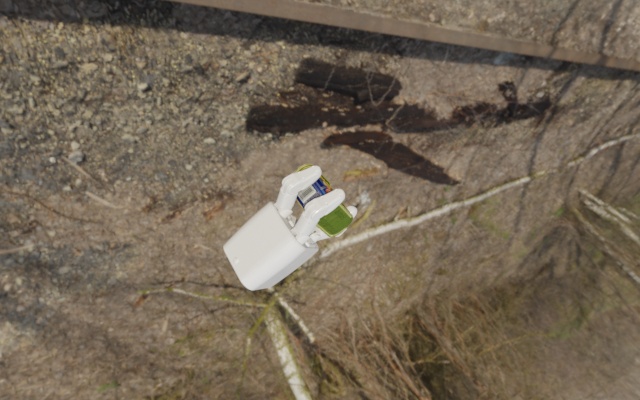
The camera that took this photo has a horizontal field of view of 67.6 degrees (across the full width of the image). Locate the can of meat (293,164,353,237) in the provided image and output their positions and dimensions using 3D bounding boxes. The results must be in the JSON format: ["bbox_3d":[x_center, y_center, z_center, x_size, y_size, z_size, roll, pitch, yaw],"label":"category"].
[{"bbox_3d":[0.000,0.003,0.749,0.057,0.084,0.102,-39,-31,5],"label":"can of meat"}]
